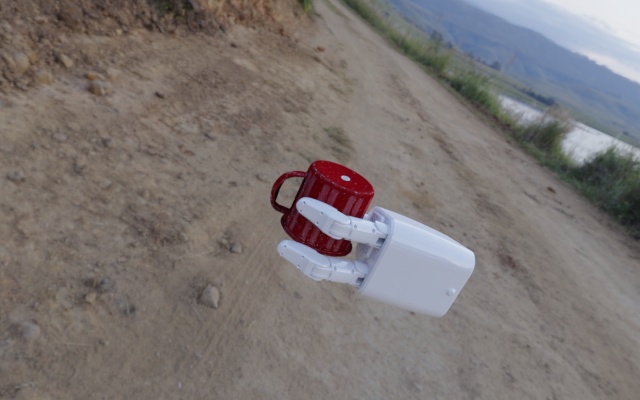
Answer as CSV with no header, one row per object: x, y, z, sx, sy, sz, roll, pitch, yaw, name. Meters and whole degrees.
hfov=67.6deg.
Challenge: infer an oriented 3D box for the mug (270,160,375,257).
-0.001,0.001,0.554,0.117,0.081,0.093,20,22,-12,mug
